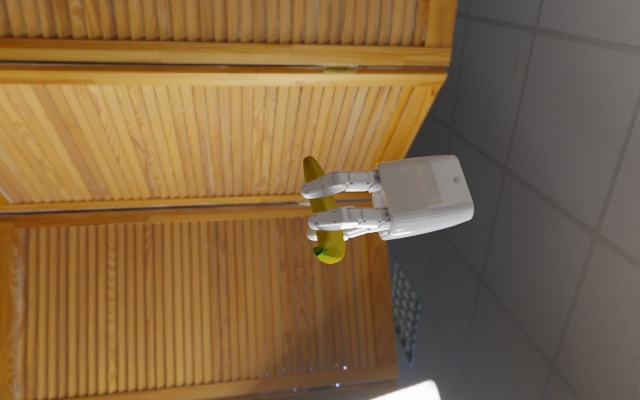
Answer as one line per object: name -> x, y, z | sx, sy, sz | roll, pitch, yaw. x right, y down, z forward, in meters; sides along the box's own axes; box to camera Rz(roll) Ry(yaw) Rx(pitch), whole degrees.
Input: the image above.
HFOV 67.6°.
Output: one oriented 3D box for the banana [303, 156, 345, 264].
banana -> 0.005, 0.018, 0.639 | 0.037, 0.070, 0.197 | -15, 40, 4
